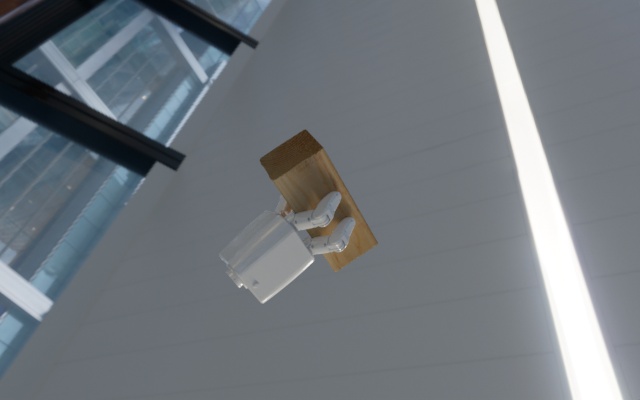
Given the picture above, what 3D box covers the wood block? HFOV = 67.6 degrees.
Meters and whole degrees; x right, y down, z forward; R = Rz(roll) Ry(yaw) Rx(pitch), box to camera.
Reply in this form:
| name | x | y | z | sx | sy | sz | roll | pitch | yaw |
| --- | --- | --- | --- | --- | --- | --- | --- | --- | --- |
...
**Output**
| name | x | y | z | sx | sy | sz | roll | pitch | yaw |
| --- | --- | --- | --- | --- | --- | --- | --- | --- | --- |
| wood block | 0.000 | 0.003 | 0.768 | 0.090 | 0.206 | 0.090 | -34 | 33 | -3 |
